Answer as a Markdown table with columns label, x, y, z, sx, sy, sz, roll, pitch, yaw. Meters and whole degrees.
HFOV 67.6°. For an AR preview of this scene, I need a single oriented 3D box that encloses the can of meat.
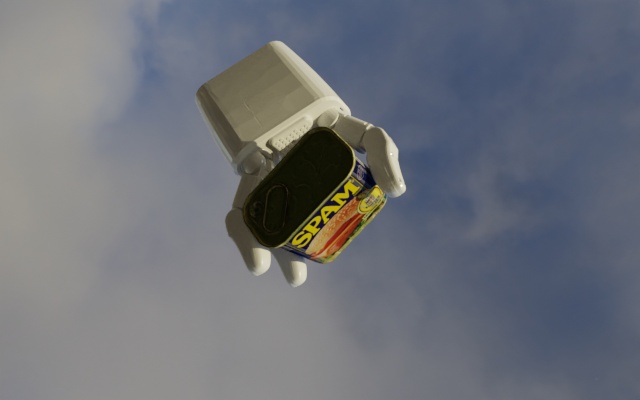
| label | x | y | z | sx | sy | sz | roll | pitch | yaw |
| --- | --- | --- | --- | --- | --- | --- | --- | --- | --- |
| can of meat | 0.000 | 0.001 | 0.401 | 0.057 | 0.102 | 0.084 | 48 | 9 | 33 |
